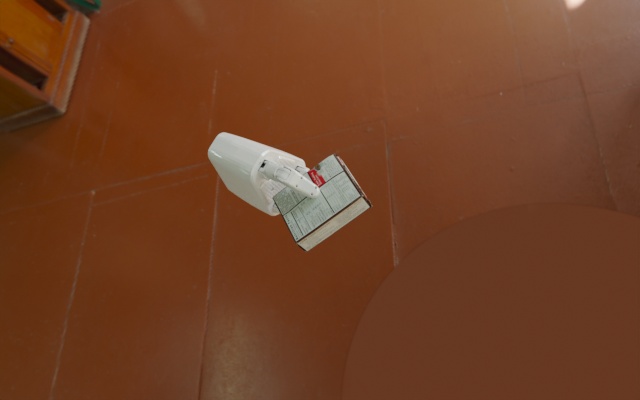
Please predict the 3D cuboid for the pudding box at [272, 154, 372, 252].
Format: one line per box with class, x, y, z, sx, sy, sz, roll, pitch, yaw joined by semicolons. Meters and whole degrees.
pudding box;0.000;0.002;0.654;0.113;0.090;0.039;-36;-35;8
